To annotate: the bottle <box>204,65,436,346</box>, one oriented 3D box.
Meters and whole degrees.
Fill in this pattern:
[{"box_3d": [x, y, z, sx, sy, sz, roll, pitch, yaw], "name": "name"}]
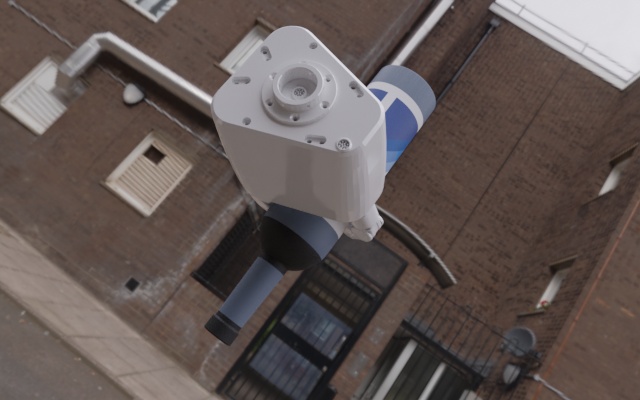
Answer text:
[{"box_3d": [0.000, 0.001, 0.438, 0.069, 0.295, 0.069, 34, -16, 12], "name": "bottle"}]
